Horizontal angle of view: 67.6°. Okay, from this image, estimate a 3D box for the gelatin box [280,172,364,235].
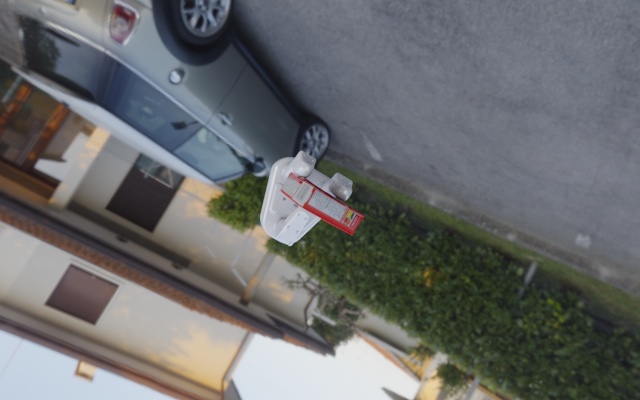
[{"bbox_3d":[0.000,0.002,0.562,0.073,0.030,0.089,30,2,-25],"label":"gelatin box"}]
